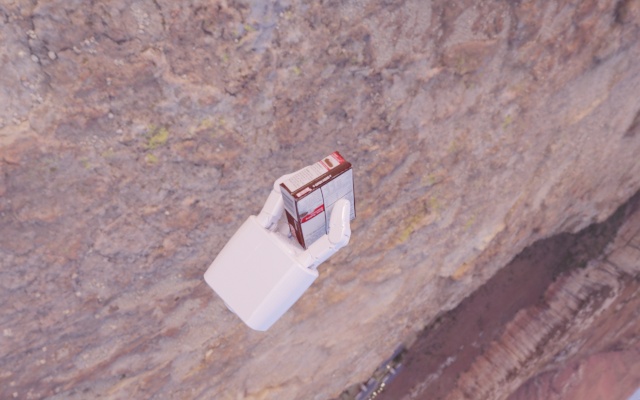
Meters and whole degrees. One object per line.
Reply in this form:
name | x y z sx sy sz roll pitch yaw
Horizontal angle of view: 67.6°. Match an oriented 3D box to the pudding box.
pudding box | 0.000 0.002 0.623 0.090 0.039 0.114 -32 -33 -18
